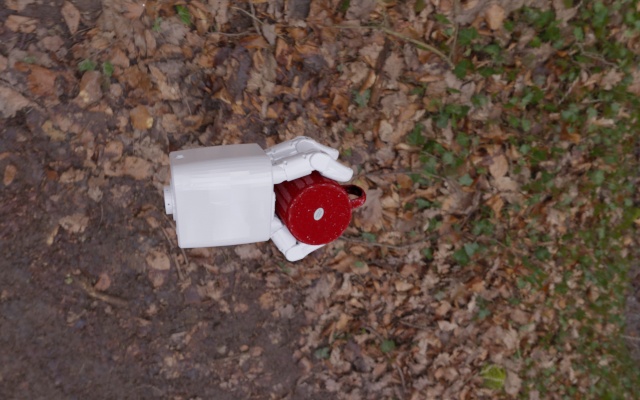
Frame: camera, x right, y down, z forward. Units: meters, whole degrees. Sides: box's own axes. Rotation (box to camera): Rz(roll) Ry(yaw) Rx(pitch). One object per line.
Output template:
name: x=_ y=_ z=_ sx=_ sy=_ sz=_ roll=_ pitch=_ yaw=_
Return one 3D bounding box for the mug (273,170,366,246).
mug: x=0.002 y=0.002 z=0.588 sx=0.117 sy=0.093 sz=0.081 roll=-7 pitch=23 yaw=-16
